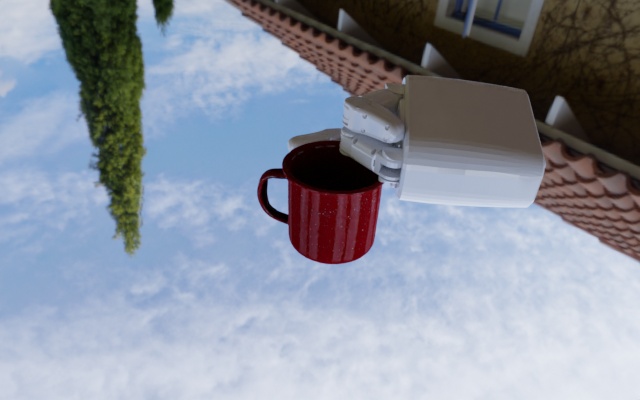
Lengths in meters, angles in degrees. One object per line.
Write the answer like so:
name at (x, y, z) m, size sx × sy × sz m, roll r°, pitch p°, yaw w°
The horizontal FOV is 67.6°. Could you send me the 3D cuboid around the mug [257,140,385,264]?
mug at (-0.001, 0.001, 0.431) m, size 0.117 × 0.082 × 0.093 m, roll 6°, pitch 34°, yaw 5°
